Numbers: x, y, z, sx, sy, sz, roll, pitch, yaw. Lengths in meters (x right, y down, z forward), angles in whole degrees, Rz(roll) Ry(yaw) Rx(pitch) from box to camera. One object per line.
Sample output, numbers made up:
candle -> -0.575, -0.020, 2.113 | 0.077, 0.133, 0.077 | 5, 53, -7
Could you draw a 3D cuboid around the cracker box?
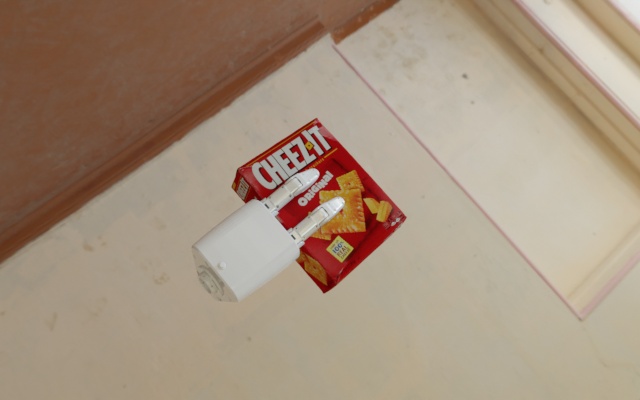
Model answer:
cracker box -> 0.000, 0.003, 0.714 | 0.164, 0.213, 0.072 | -38, -7, -29
